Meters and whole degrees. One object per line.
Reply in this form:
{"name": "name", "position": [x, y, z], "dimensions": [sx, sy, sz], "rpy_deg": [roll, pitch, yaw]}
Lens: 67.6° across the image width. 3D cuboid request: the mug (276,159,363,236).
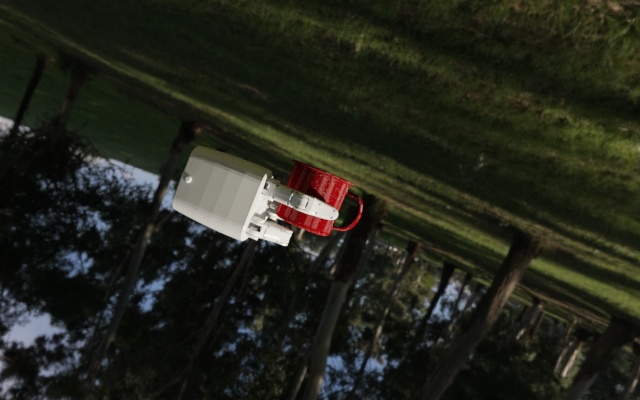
{"name": "mug", "position": [0.001, 0.003, 0.660], "dimensions": [0.117, 0.081, 0.093], "rpy_deg": [22, 2, 6]}
